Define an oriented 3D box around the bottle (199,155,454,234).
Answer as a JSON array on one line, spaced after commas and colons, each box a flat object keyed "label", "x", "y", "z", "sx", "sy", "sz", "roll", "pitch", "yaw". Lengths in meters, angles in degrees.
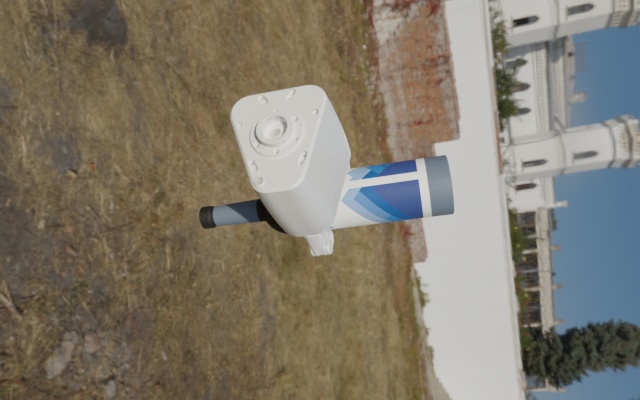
[{"label": "bottle", "x": 0.000, "y": 0.002, "z": 0.557, "sx": 0.296, "sy": 0.069, "sz": 0.069, "roll": -8, "pitch": -2, "yaw": 11}]
